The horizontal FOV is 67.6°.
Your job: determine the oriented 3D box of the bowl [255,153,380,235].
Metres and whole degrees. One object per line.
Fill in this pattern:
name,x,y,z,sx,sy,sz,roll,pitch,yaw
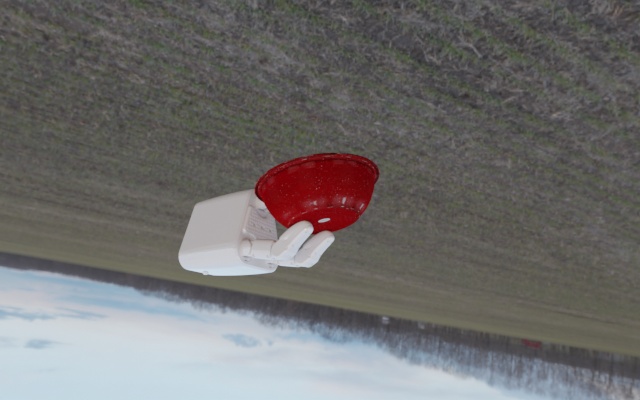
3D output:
bowl,0.001,0.002,0.603,0.162,0.055,0.162,-8,-23,-4
